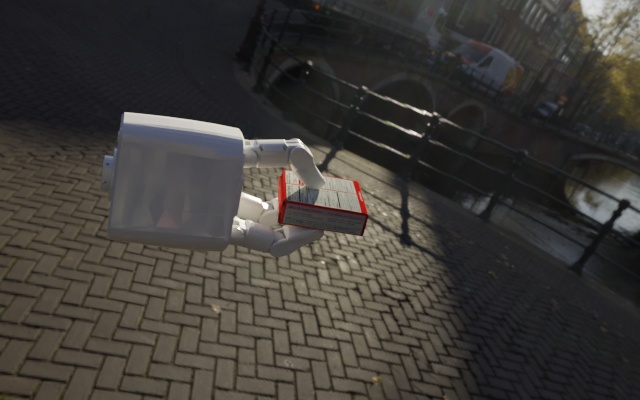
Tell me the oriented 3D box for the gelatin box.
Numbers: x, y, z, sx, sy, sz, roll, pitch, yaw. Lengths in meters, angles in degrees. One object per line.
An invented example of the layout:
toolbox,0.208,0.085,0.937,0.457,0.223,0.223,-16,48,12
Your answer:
gelatin box,0.001,0.001,0.499,0.089,0.030,0.073,9,28,-10
